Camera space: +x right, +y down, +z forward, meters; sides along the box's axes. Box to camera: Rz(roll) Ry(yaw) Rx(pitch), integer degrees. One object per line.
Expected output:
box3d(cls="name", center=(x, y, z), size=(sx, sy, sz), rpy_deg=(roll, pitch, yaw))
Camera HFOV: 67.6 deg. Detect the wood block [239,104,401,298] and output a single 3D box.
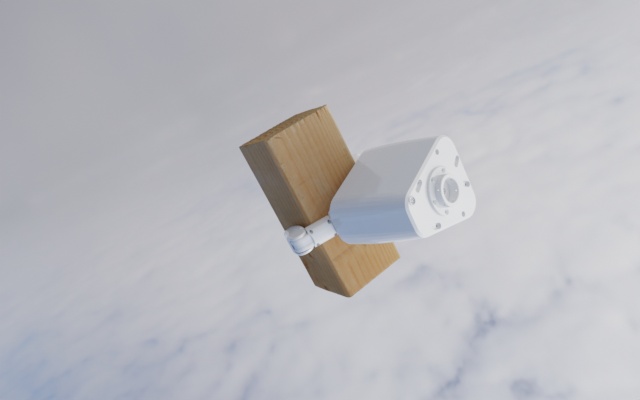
box3d(cls="wood block", center=(0.000, 0.002, 0.579), size=(0.091, 0.206, 0.090), rpy_deg=(-34, 17, -24))
